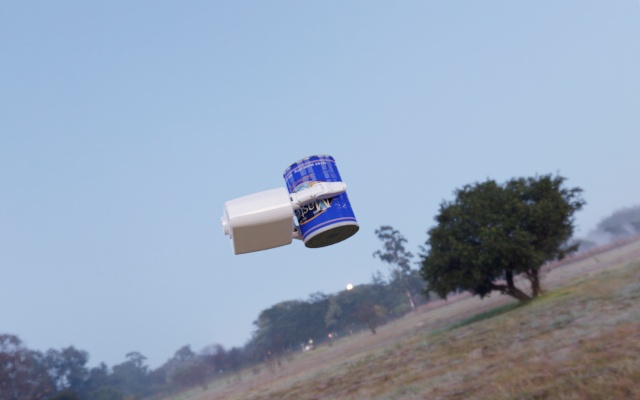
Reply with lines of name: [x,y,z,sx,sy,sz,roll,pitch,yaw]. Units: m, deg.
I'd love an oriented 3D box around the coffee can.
coffee can: [0.000,0.003,0.865,0.103,0.140,0.103,-16,-21,-6]
